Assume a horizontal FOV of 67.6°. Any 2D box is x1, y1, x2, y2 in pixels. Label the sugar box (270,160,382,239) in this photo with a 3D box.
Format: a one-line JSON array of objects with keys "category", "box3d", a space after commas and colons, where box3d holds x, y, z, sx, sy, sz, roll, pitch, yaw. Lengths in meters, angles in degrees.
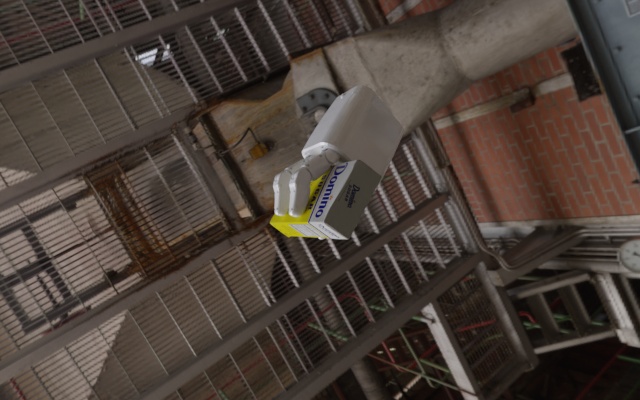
[{"category": "sugar box", "box3d": [0.000, 0.002, 0.635, 0.048, 0.093, 0.176, 35, -18, -18]}]
